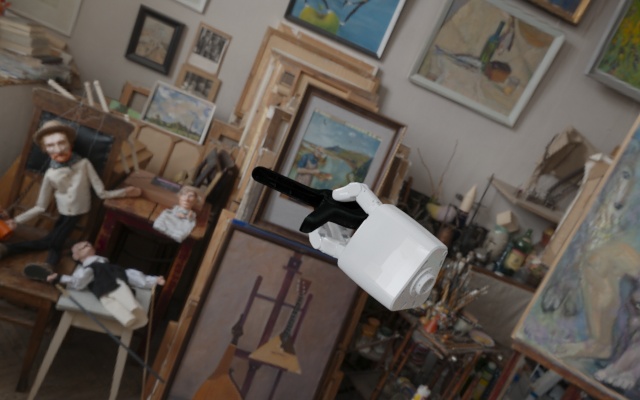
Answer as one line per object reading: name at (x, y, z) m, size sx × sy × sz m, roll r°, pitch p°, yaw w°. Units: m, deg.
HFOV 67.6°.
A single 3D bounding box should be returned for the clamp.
clamp at (0.001, 0.002, 0.750) m, size 0.210 × 0.036 × 0.164 m, roll 7°, pitch 27°, yaw -48°
